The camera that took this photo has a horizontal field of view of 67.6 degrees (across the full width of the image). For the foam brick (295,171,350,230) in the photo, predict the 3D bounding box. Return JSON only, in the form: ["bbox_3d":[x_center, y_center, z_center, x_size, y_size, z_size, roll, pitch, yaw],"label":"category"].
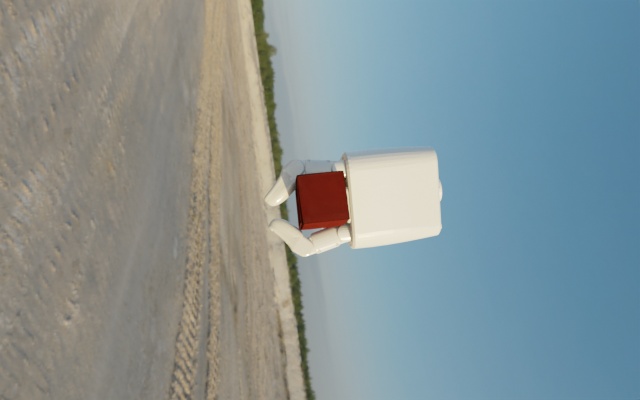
[{"bbox_3d":[0.000,0.002,0.524,0.051,0.053,0.078,-5,-8,-5],"label":"foam brick"}]
